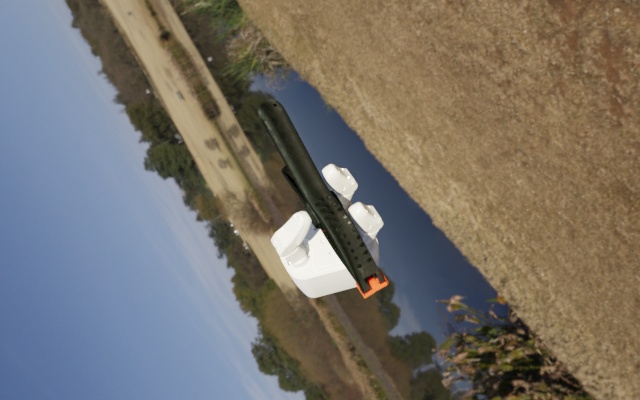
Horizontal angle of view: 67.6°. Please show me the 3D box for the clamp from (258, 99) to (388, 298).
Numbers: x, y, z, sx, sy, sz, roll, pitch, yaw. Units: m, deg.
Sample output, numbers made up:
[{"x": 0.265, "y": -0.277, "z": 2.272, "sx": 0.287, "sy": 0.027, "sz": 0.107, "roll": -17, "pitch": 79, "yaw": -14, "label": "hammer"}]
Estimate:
[{"x": 0.000, "y": 0.003, "z": 0.495, "sx": 0.036, "sy": 0.210, "sz": 0.165, "roll": -31, "pitch": -26, "yaw": -5, "label": "clamp"}]
